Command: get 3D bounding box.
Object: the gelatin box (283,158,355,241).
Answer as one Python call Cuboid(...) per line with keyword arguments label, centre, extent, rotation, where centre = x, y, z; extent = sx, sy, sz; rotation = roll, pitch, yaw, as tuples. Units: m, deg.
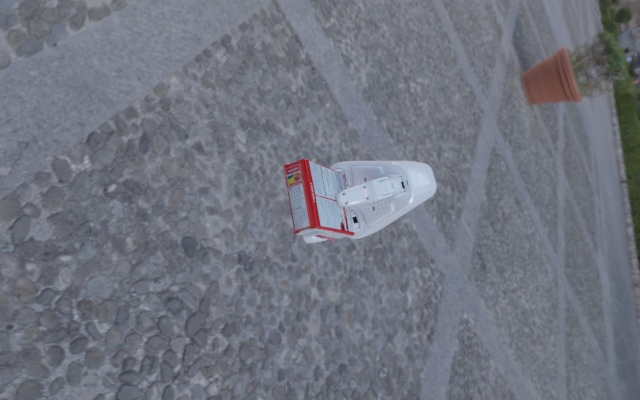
Cuboid(label="gelatin box", centre=(0.000, 0.001, 0.506), extent=(0.030, 0.073, 0.089), rotation=(-17, -16, 27))
